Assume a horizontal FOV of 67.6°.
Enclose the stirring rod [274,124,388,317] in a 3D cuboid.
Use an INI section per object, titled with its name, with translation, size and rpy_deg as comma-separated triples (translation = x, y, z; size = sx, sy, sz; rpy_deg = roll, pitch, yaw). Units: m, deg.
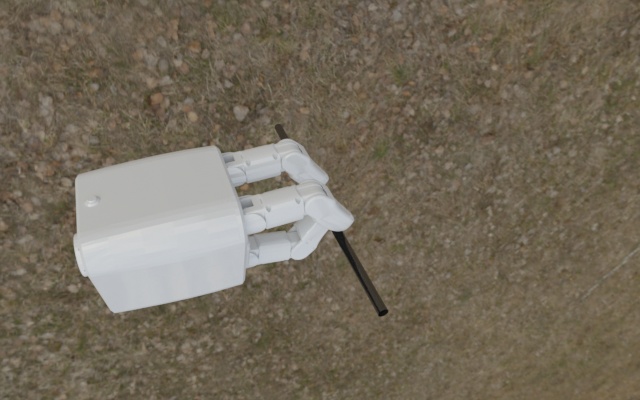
[stirring rod]
translation = 0.000, 0.001, 0.415
size = 0.011, 0.011, 0.239
rpy_deg = 0, 40, -29
